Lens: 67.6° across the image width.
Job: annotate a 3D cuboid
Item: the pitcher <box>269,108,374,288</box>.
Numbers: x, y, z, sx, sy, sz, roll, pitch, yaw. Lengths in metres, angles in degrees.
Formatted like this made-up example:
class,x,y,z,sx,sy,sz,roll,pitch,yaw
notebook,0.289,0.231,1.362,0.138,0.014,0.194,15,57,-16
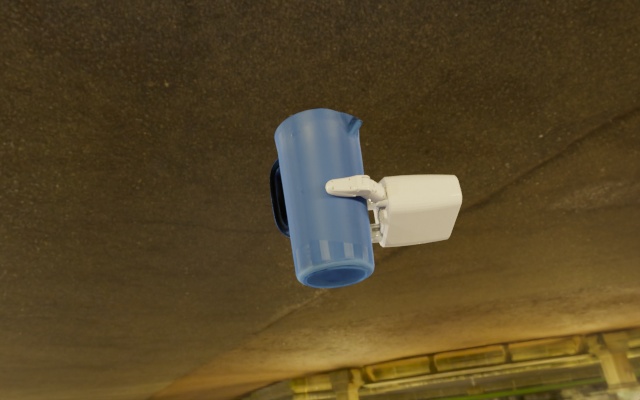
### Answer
class,x,y,z,sx,sy,sz,roll,pitch,yaw
pitcher,0.000,0.002,0.706,0.145,0.242,0.149,-4,-26,-6
